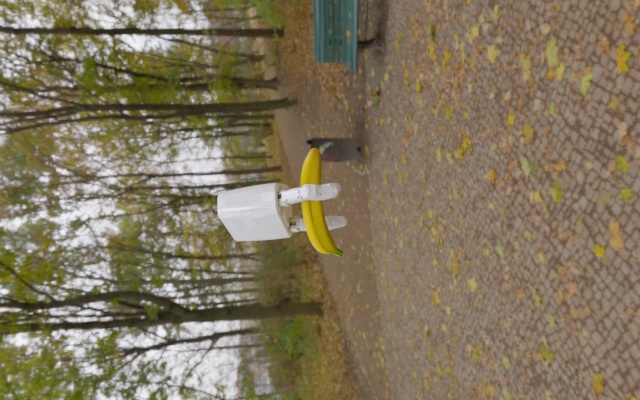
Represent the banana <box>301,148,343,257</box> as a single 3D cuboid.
[{"bbox_3d":[-0.007,0.009,0.821,0.037,0.198,0.069,-10,4,25],"label":"banana"}]
